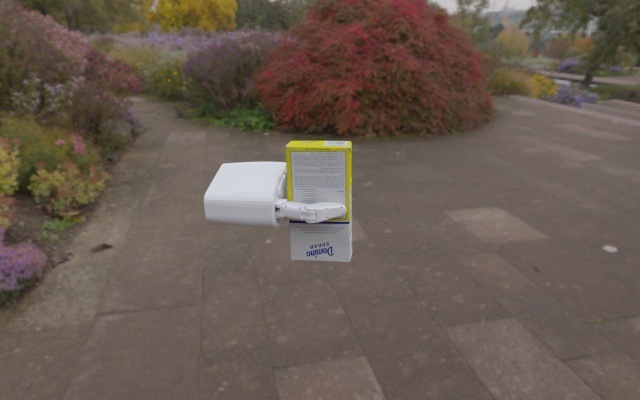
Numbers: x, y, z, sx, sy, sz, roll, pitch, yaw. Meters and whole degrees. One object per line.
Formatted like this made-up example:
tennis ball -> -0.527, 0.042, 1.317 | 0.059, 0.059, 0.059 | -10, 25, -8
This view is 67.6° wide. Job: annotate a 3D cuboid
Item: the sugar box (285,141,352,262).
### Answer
sugar box -> 0.000, 0.002, 0.706 | 0.093, 0.176, 0.048 | 2, 20, 8
